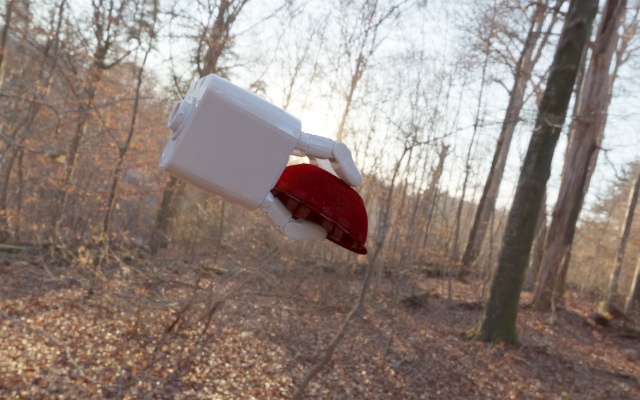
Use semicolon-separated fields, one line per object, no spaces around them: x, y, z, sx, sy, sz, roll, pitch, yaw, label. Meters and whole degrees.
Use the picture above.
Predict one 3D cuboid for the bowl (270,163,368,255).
0.001;0.002;0.585;0.162;0.055;0.162;31;-11;6;bowl
